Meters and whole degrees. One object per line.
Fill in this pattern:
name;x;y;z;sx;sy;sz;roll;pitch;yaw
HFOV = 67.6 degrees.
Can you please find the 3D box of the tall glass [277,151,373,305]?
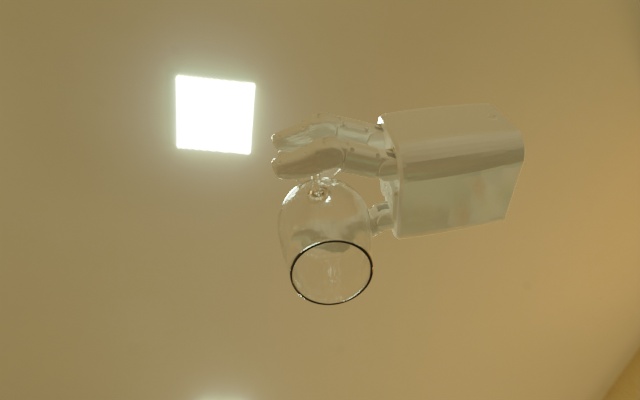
tall glass;0.000;0.001;0.432;0.079;0.079;0.201;0;32;-5
